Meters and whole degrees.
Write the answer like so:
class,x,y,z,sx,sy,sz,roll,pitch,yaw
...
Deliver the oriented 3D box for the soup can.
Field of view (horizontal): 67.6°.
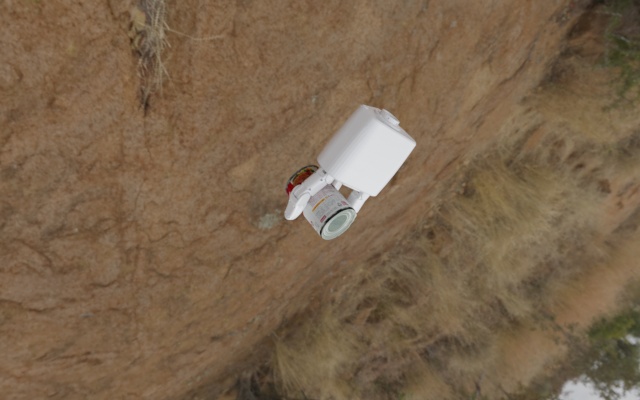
class,x,y,z,sx,sy,sz,roll,pitch,yaw
soup can,0.000,0.003,0.747,0.068,0.068,0.102,0,42,-49
